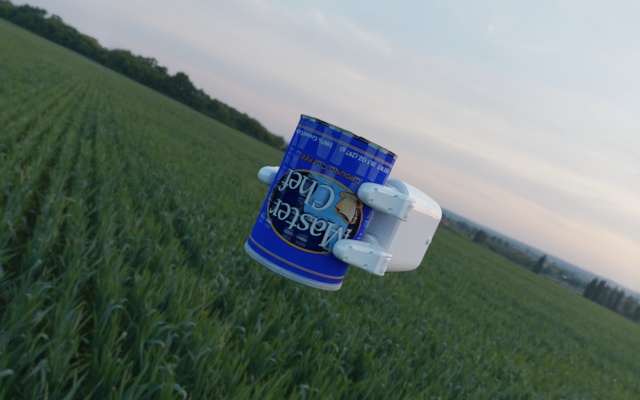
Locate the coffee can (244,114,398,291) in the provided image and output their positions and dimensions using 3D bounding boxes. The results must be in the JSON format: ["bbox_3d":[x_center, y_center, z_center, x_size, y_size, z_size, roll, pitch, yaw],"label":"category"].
[{"bbox_3d":[0.000,0.002,0.464,0.103,0.140,0.103,23,5,-2],"label":"coffee can"}]
